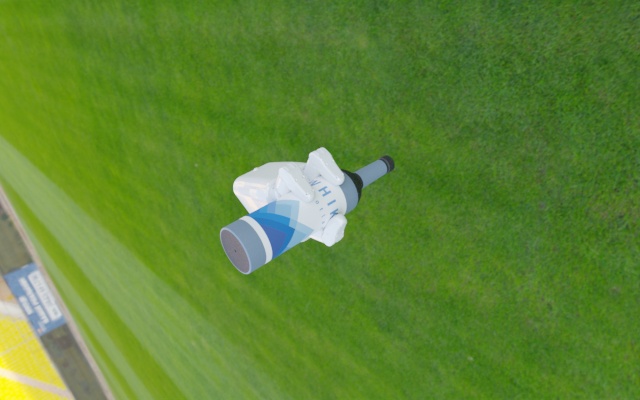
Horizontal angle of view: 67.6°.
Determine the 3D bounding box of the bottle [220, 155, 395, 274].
[{"bbox_3d":[0.000,0.002,0.679,0.295,0.069,0.069,-30,17,-32],"label":"bottle"}]
